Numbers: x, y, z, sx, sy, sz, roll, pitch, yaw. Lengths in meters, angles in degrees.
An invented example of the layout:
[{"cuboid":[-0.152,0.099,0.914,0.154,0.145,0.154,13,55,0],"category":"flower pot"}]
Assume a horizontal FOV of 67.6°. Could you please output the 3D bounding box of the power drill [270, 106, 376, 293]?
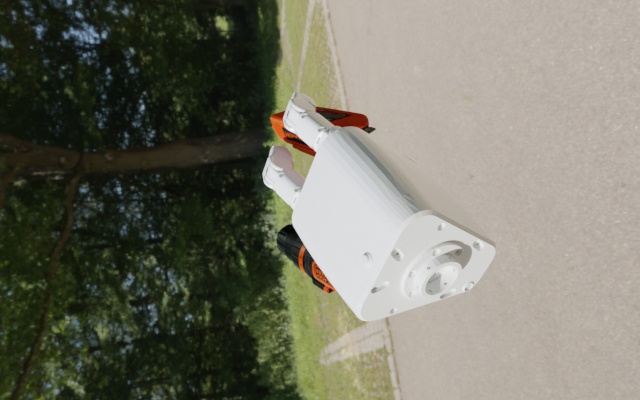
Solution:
[{"cuboid":[0.000,0.001,0.489,0.057,0.188,0.184,-24,26,-31],"category":"power drill"}]
